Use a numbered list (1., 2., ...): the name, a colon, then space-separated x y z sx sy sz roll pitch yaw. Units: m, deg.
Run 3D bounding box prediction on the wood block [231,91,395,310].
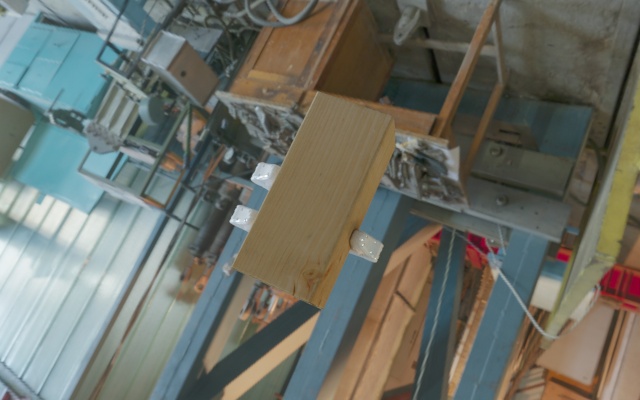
1. wood block: 0.000 0.002 0.517 0.091 0.206 0.090 22 -12 15
